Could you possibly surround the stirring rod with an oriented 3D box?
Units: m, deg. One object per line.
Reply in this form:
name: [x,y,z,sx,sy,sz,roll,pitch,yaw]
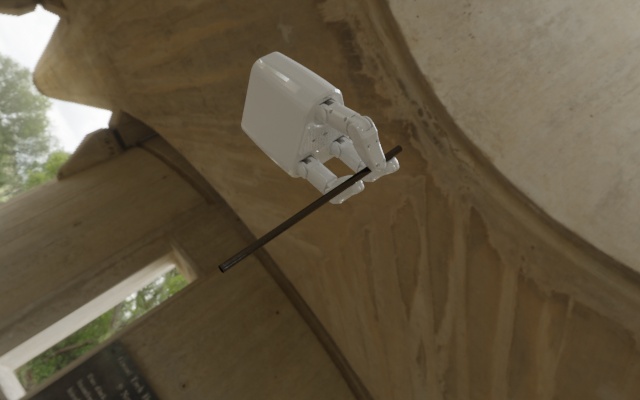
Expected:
stirring rod: [0.000,0.002,0.480,0.239,0.011,0.011,-34,17,-27]
